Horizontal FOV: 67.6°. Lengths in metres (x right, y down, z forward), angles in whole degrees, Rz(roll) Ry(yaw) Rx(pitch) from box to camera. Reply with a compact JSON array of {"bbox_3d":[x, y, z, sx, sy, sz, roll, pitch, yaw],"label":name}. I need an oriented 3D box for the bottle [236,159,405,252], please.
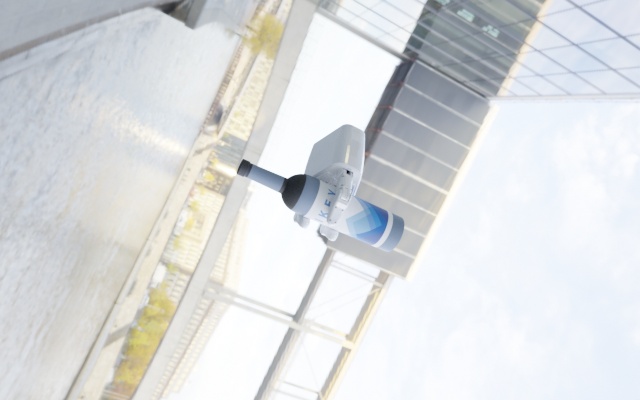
[{"bbox_3d":[0.000,0.003,0.804,0.296,0.069,0.069,24,-7,-15],"label":"bottle"}]
